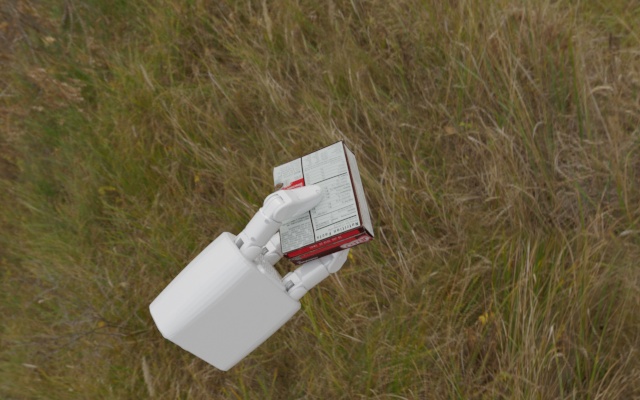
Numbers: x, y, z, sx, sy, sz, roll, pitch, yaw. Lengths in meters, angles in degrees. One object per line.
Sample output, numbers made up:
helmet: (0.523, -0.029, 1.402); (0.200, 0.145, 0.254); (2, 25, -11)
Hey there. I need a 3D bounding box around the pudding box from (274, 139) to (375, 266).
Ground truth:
pudding box: (0.000, 0.002, 0.499); (0.090, 0.113, 0.039); (-20, -32, 16)
